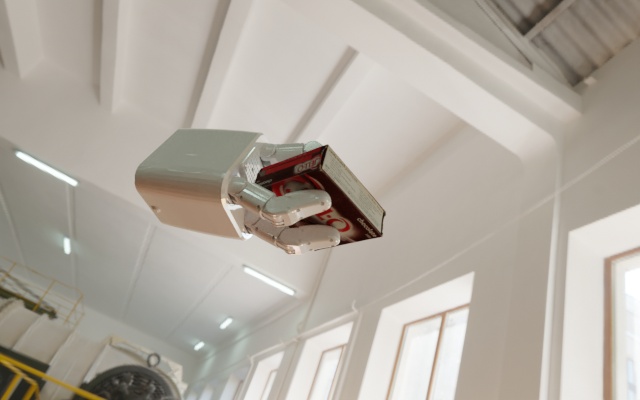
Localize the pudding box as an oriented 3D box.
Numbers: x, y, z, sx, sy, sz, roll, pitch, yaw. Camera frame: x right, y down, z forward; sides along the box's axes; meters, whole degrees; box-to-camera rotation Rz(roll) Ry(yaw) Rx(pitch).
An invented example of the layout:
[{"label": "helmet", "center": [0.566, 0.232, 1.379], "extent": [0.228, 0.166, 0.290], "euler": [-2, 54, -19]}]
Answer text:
[{"label": "pudding box", "center": [0.000, 0.001, 0.487], "extent": [0.090, 0.039, 0.113], "euler": [-15, -45, 36]}]
